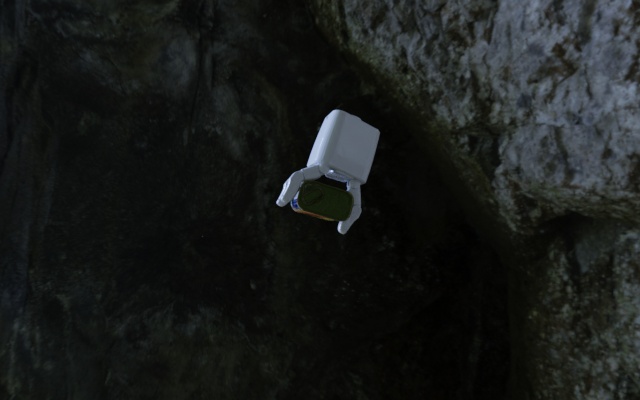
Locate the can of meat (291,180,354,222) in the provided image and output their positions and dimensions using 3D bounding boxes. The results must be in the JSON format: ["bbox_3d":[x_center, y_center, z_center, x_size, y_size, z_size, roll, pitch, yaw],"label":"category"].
[{"bbox_3d":[0.000,0.003,0.883,0.102,0.057,0.084,17,-7,-12],"label":"can of meat"}]
